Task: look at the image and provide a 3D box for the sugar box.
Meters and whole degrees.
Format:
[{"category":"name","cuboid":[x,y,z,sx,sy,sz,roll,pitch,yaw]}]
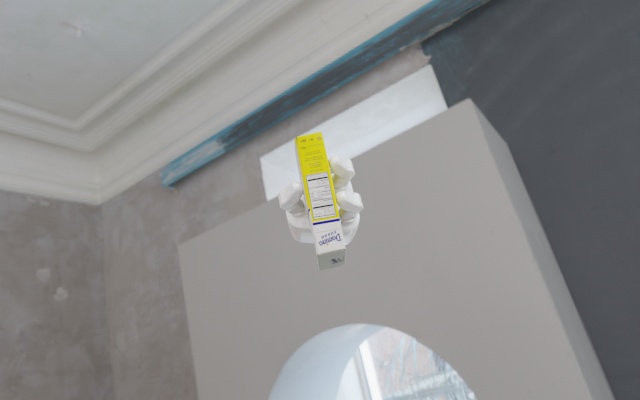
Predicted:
[{"category":"sugar box","cuboid":[0.001,0.002,0.679,0.048,0.176,0.093,-13,-20,-3]}]
